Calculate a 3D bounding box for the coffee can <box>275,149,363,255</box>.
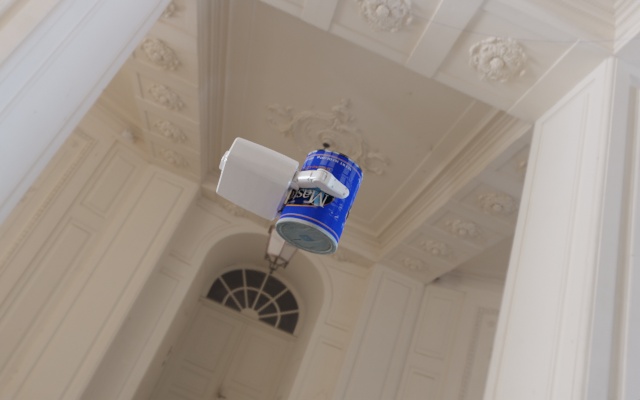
[{"bbox_3d":[0.000,0.003,0.777,0.103,0.140,0.103,18,-27,9],"label":"coffee can"}]
